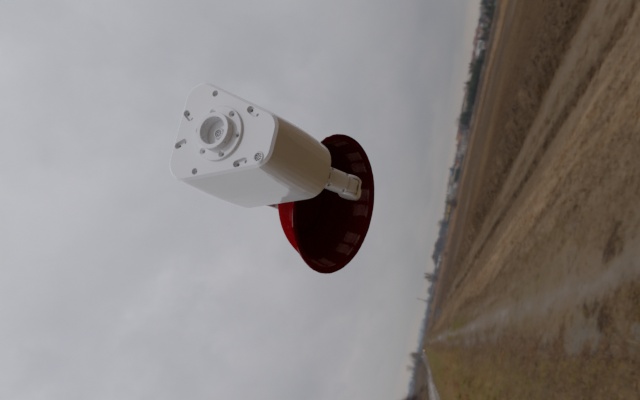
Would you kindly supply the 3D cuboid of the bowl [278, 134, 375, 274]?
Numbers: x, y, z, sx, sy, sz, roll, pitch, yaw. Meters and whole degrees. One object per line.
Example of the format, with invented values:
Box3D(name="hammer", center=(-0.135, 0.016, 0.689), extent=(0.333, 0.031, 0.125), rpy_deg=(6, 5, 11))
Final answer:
Box3D(name="bowl", center=(0.000, 0.002, 0.567), extent=(0.055, 0.162, 0.162), rpy_deg=(8, 5, 37))
